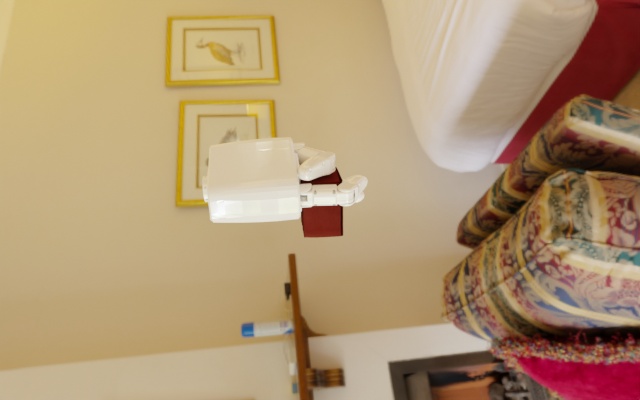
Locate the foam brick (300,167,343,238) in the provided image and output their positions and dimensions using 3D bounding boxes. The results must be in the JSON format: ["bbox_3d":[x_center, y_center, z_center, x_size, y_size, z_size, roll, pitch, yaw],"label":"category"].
[{"bbox_3d":[0.000,0.002,0.614,0.051,0.078,0.053,-5,26,-6],"label":"foam brick"}]
